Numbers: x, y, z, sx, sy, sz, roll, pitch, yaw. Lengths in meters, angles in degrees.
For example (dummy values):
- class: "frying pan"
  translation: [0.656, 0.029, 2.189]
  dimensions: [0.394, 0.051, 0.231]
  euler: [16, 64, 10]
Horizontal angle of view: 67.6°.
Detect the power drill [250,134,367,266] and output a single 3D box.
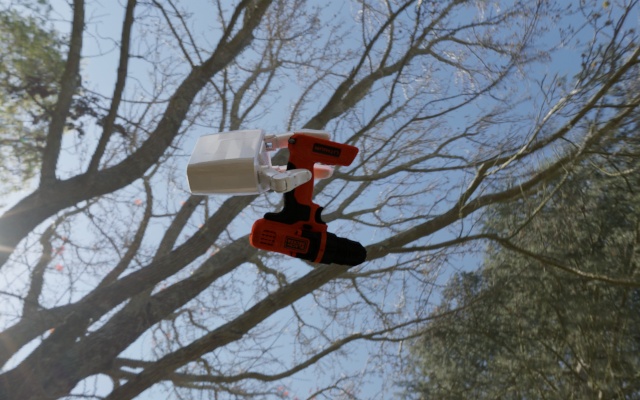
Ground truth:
- class: "power drill"
  translation: [0.000, 0.002, 0.725]
  dimensions: [0.184, 0.187, 0.057]
  euler: [13, 4, -14]
